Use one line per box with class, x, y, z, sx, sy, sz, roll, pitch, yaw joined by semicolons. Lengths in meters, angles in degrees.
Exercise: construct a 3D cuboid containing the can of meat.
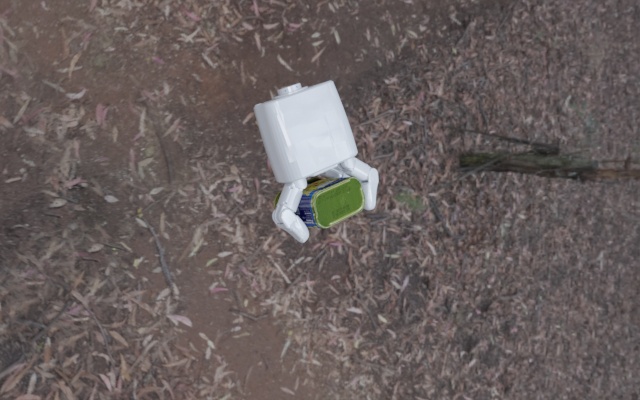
can of meat;0.000;0.002;0.674;0.102;0.057;0.084;-25;15;-39
